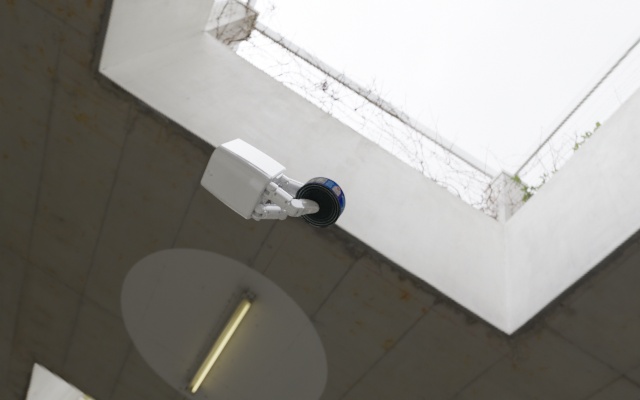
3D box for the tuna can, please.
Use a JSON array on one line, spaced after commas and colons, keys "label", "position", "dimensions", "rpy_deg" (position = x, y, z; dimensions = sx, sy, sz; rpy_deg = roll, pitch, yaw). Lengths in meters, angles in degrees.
[{"label": "tuna can", "position": [0.000, 0.003, 0.835], "dimensions": [0.086, 0.086, 0.033], "rpy_deg": [0, 25, 25]}]
